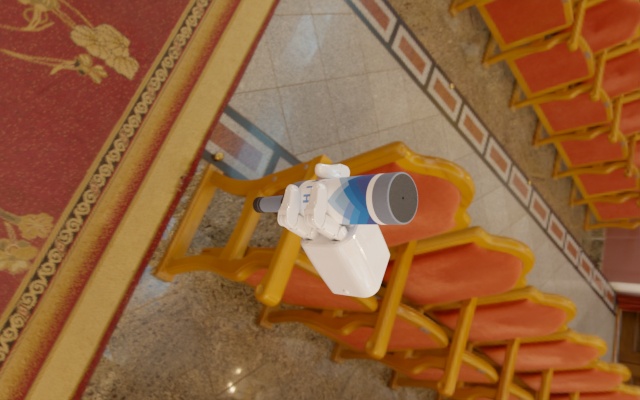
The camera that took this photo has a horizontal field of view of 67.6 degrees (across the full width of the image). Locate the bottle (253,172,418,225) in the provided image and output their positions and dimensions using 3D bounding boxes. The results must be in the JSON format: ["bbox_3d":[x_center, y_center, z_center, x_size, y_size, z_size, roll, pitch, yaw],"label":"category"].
[{"bbox_3d":[0.000,0.002,0.702,0.296,0.069,0.069,-3,-2,45],"label":"bottle"}]
